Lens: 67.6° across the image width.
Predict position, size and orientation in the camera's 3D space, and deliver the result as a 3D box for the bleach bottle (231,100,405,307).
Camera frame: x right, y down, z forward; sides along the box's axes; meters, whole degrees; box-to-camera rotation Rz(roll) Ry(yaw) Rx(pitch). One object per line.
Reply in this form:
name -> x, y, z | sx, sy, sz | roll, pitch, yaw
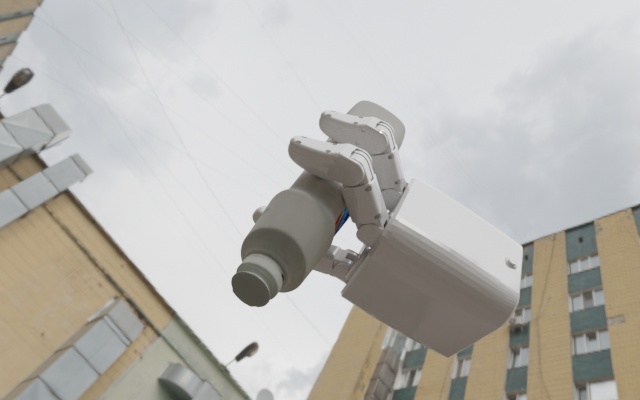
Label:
bleach bottle -> 0.000, 0.001, 0.402 | 0.068, 0.103, 0.250 | 33, 38, 4
